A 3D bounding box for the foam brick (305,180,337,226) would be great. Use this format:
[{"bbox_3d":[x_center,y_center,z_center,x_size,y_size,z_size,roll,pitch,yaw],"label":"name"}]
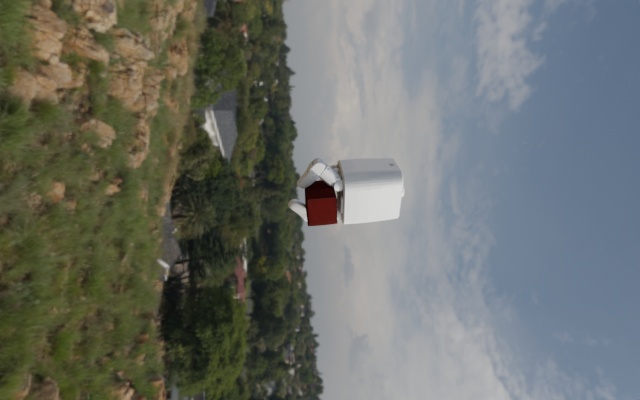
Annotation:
[{"bbox_3d":[0.000,0.003,0.829,0.051,0.053,0.078,-3,26,-4],"label":"foam brick"}]
